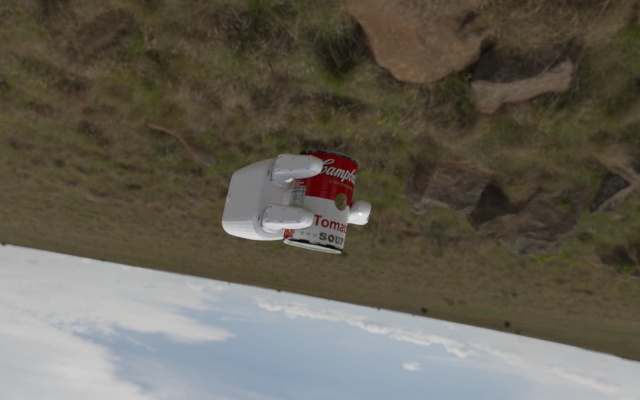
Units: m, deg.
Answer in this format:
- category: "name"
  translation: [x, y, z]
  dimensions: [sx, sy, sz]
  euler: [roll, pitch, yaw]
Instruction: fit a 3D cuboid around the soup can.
- category: "soup can"
  translation: [0.000, 0.002, 0.526]
  dimensions: [0.068, 0.102, 0.068]
  euler: [11, -10, 2]
